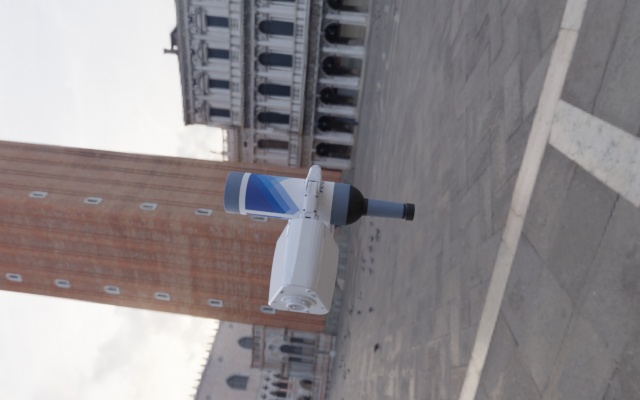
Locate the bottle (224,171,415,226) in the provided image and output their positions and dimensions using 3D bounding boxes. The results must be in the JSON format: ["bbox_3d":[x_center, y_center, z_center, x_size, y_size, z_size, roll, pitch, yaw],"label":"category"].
[{"bbox_3d":[0.000,0.002,0.757,0.296,0.069,0.069,6,0,2],"label":"bottle"}]
